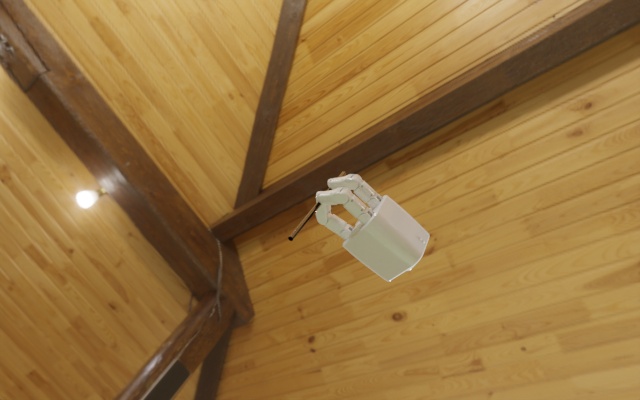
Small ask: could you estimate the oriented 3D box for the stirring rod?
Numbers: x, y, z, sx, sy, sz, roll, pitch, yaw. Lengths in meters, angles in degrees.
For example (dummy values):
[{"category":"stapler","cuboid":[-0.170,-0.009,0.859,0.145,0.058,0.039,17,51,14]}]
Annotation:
[{"category":"stirring rod","cuboid":[0.000,0.003,0.806,0.011,0.011,0.239,0,27,25]}]
